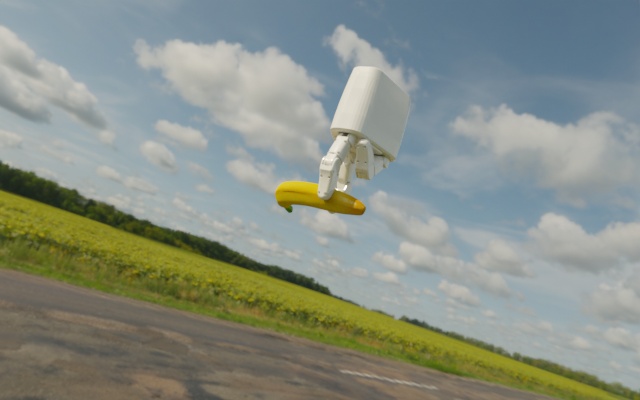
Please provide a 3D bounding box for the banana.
[{"bbox_3d":[-0.016,-0.004,0.720,0.070,0.037,0.198,26,-13,-34],"label":"banana"}]
